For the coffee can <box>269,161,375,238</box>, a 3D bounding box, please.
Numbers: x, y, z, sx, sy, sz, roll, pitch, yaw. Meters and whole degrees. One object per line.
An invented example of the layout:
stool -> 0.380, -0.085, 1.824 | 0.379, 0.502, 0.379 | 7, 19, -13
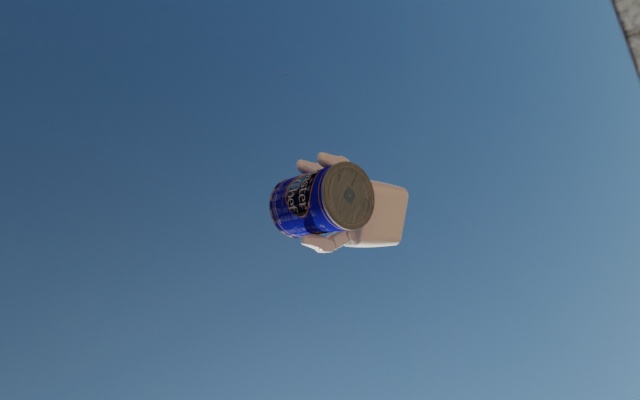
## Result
coffee can -> 0.000, 0.003, 0.754 | 0.103, 0.103, 0.140 | 0, -8, -40
